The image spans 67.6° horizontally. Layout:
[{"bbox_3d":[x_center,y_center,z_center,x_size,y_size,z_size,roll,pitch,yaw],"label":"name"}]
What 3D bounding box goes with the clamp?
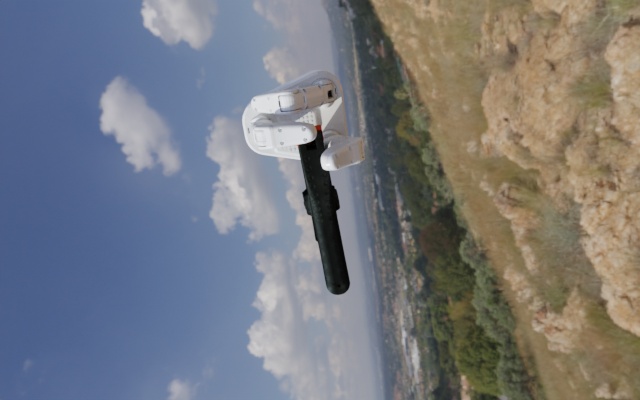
[{"bbox_3d":[-0.001,0.002,0.511,0.039,0.171,0.120,-11,18,-9],"label":"clamp"}]
